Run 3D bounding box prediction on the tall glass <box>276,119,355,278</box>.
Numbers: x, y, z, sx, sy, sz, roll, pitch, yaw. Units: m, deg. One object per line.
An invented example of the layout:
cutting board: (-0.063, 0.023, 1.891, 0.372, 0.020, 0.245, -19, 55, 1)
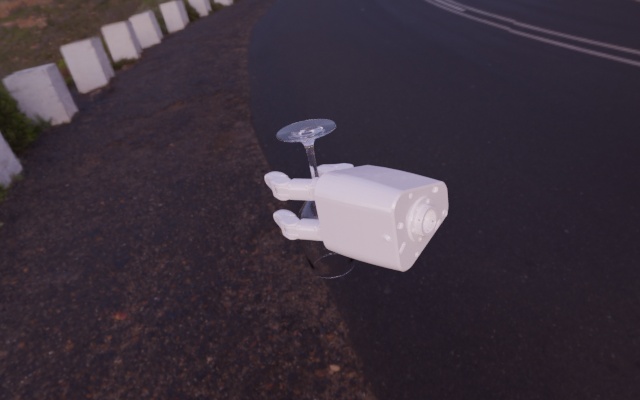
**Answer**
tall glass: (0.000, 0.001, 0.620, 0.079, 0.201, 0.079, -9, 26, 4)
